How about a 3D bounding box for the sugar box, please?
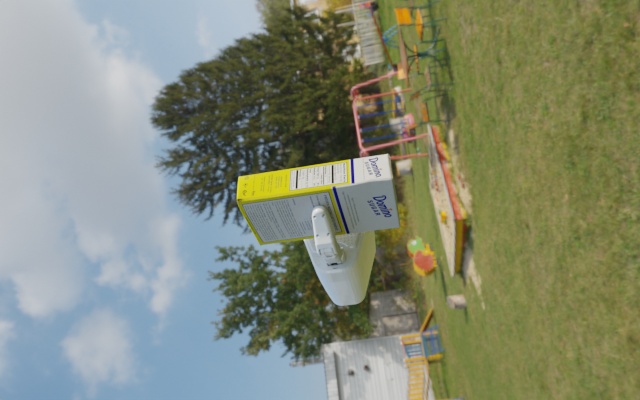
[{"bbox_3d":[0.000,0.002,0.559,0.176,0.048,0.093,-9,-39,8],"label":"sugar box"}]
